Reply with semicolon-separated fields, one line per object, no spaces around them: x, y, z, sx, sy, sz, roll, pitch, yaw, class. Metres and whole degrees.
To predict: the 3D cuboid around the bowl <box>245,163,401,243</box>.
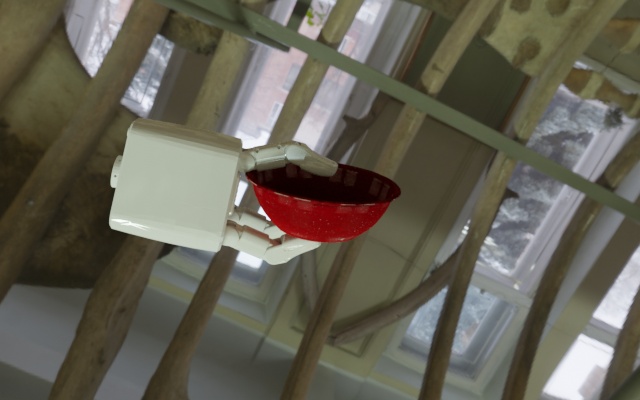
0.001;0.002;0.502;0.162;0.055;0.162;6;17;-2;bowl
